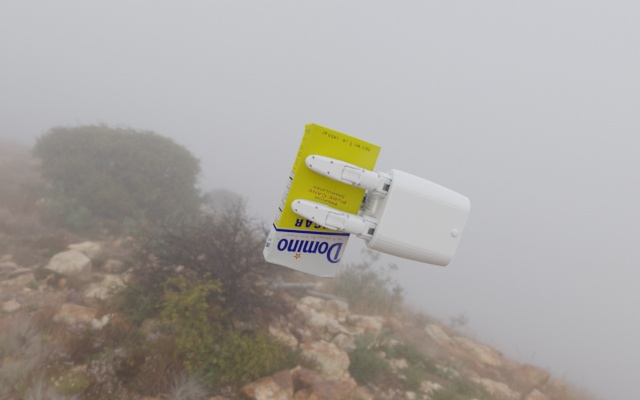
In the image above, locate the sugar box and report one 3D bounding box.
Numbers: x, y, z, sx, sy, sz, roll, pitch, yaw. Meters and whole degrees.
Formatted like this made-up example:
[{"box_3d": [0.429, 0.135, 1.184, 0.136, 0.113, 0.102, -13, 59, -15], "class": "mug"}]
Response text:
[{"box_3d": [0.000, 0.002, 0.590, 0.093, 0.176, 0.048, 17, 4, -14], "class": "sugar box"}]
